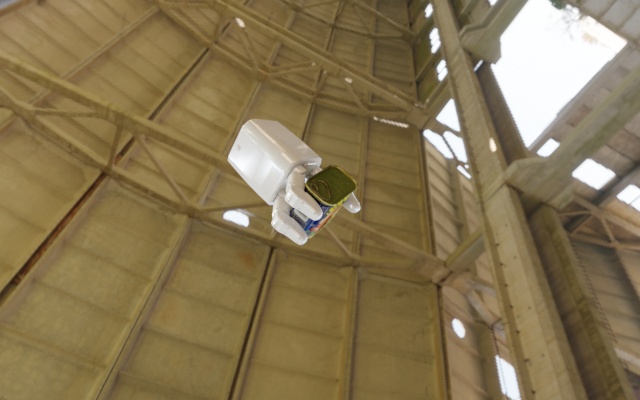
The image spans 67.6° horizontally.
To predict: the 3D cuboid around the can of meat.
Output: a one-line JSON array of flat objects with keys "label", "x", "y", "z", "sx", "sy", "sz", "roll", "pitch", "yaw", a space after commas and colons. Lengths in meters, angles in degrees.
[{"label": "can of meat", "x": 0.000, "y": 0.003, "z": 0.742, "sx": 0.057, "sy": 0.084, "sz": 0.102, "roll": 41, "pitch": 36, "yaw": 9}]
